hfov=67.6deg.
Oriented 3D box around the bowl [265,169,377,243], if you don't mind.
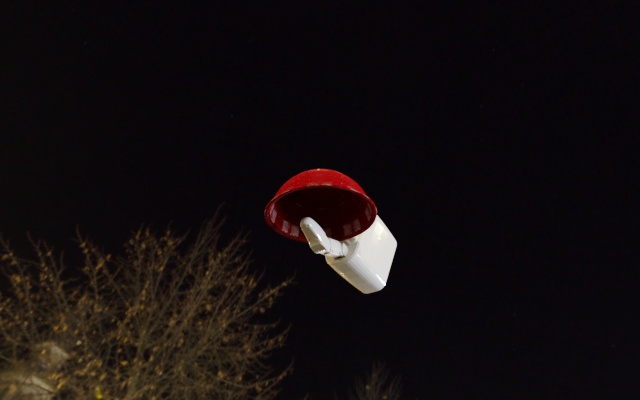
[{"bbox_3d":[0.000,0.001,0.700,0.162,0.055,0.162,-1,-32,0],"label":"bowl"}]
